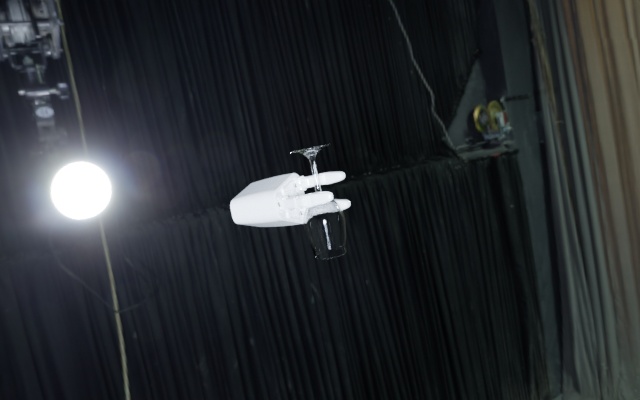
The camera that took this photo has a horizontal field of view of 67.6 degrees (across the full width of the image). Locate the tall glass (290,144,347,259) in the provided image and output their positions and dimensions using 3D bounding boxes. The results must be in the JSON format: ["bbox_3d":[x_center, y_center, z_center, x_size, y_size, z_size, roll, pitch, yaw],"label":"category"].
[{"bbox_3d":[0.000,0.002,0.873,0.079,0.201,0.079,-11,5,1],"label":"tall glass"}]
